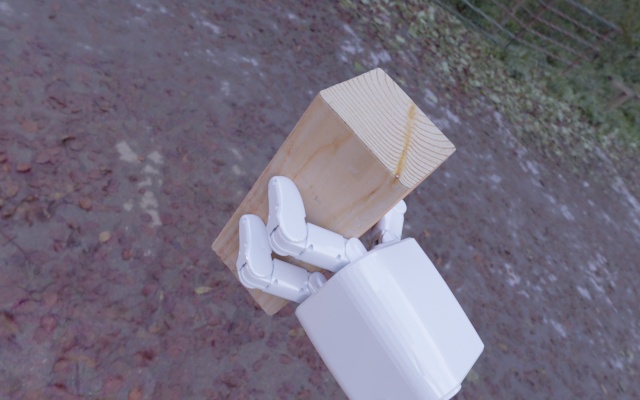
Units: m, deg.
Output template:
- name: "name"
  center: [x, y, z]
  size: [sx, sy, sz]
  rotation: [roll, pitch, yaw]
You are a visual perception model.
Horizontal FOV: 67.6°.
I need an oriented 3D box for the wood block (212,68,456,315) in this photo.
- name: "wood block"
  center: [0.001, 0.001, 0.406]
  size: [0.090, 0.090, 0.206]
  rotation: [-34, -10, -47]
